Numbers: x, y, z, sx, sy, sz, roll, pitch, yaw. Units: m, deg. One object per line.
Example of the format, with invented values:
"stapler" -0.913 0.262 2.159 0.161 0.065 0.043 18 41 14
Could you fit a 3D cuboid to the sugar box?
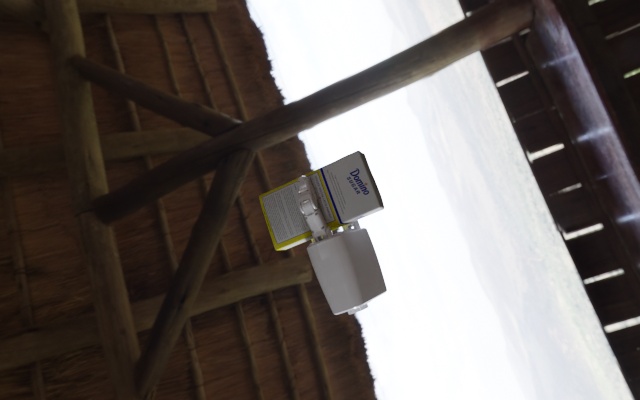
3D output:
"sugar box" 0.000 0.003 0.724 0.176 0.093 0.048 -22 -11 15
